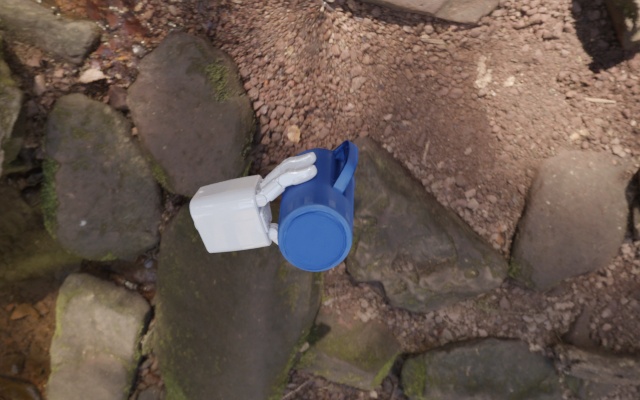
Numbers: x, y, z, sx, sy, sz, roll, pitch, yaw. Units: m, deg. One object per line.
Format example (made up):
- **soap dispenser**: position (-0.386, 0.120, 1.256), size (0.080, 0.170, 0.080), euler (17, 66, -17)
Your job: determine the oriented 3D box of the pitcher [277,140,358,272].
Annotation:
- **pitcher**: position (0.000, 0.003, 0.776), size (0.145, 0.149, 0.242), euler (-8, 22, 4)
